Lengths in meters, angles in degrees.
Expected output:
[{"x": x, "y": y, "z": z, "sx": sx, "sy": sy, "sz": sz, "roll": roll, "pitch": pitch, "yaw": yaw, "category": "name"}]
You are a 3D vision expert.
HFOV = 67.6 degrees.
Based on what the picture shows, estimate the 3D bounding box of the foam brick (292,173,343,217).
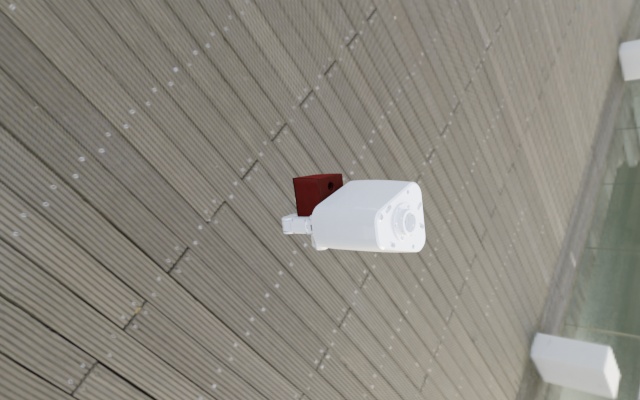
[{"x": 0.000, "y": 0.002, "z": 0.676, "sx": 0.051, "sy": 0.078, "sz": 0.053, "roll": 0, "pitch": 11, "yaw": 44, "category": "foam brick"}]
